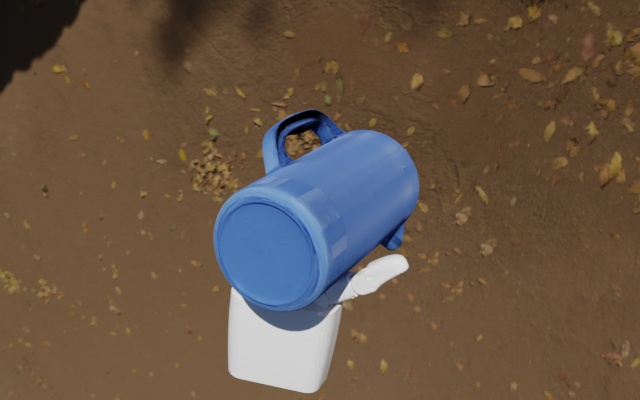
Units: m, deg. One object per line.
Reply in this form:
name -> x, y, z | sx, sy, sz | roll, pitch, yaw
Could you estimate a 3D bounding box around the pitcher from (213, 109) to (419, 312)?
pitcher -> 0.000, 0.002, 0.478 | 0.149, 0.145, 0.242 | 19, 22, 19
